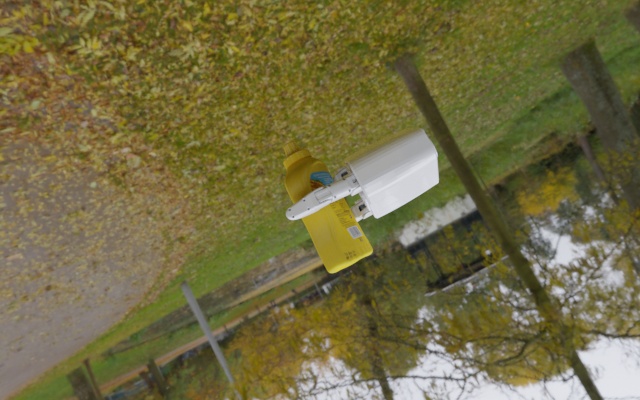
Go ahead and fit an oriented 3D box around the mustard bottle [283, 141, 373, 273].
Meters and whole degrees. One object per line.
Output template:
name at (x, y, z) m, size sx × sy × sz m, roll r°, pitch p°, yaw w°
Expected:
mustard bottle at (0.000, 0.003, 0.666) m, size 0.058 × 0.191 × 0.096 m, roll -33°, pitch -11°, yaw 27°
